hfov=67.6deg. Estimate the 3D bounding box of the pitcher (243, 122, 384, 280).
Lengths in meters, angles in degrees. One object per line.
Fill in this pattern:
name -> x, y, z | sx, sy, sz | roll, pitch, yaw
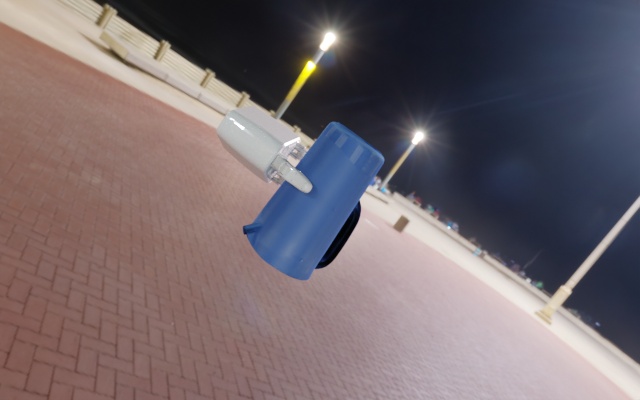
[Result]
pitcher -> 0.000, 0.002, 0.783 | 0.145, 0.243, 0.149 | 37, 7, 7
